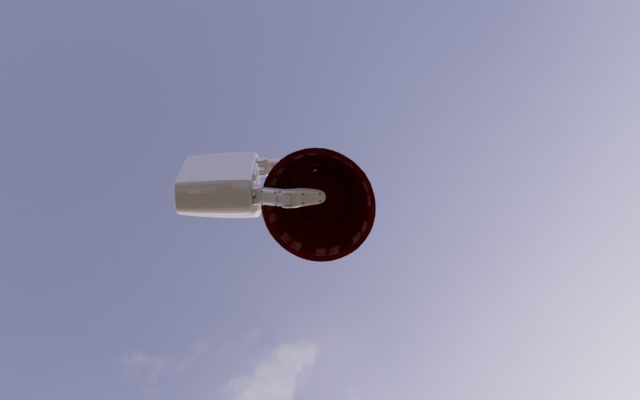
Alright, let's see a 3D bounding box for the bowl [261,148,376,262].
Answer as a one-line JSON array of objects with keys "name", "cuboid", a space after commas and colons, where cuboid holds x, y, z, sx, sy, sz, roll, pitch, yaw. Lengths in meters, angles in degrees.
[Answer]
[{"name": "bowl", "cuboid": [0.001, 0.002, 0.678, 0.162, 0.162, 0.055, 0, 14, 12]}]
